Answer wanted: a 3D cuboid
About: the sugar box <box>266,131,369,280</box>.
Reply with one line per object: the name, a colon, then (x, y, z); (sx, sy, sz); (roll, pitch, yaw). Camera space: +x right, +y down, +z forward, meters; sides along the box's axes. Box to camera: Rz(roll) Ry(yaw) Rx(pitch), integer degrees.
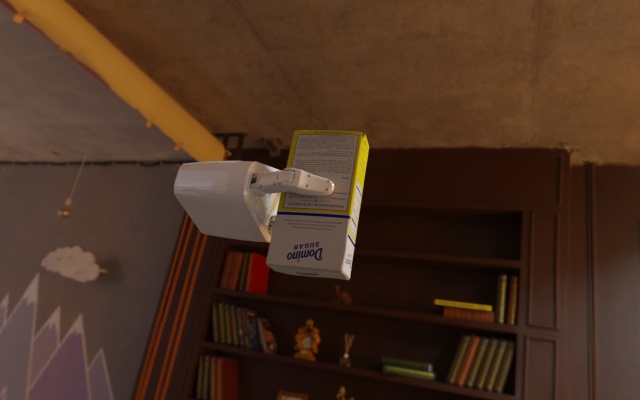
sugar box: (0.000, 0.002, 0.571); (0.093, 0.176, 0.048); (3, -20, 19)
